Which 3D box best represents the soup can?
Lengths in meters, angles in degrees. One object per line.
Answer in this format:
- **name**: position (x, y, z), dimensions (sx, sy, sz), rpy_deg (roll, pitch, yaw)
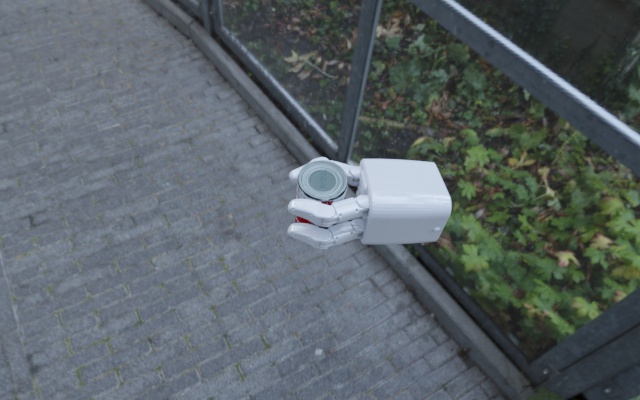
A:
- **soup can**: position (0.000, 0.002, 0.656), dimensions (0.068, 0.068, 0.102), rpy_deg (0, -36, -5)
